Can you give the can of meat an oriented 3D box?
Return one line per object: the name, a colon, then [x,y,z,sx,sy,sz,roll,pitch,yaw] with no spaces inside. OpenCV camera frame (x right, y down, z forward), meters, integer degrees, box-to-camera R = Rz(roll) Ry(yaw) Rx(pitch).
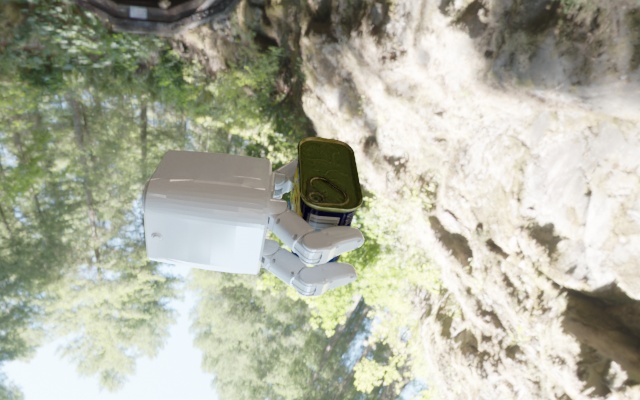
can of meat: [0.000,0.002,0.472,0.057,0.084,0.102,5,43,-10]
